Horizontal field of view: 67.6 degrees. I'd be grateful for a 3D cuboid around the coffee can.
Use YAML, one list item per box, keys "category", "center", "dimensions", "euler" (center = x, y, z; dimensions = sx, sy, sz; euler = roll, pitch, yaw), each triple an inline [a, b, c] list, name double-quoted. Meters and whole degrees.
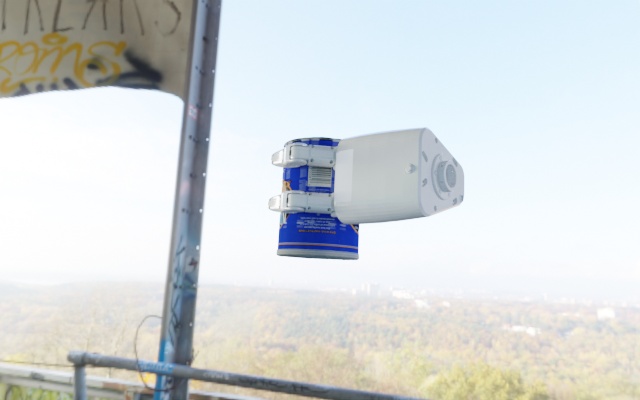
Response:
- category: "coffee can"
  center: [0.000, 0.002, 0.600]
  dimensions: [0.103, 0.140, 0.103]
  euler: [3, -9, 0]
